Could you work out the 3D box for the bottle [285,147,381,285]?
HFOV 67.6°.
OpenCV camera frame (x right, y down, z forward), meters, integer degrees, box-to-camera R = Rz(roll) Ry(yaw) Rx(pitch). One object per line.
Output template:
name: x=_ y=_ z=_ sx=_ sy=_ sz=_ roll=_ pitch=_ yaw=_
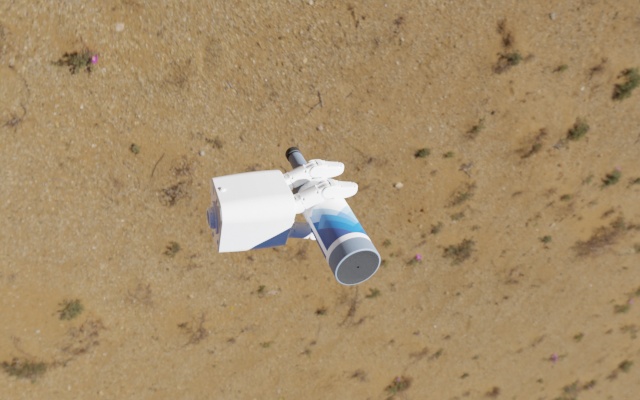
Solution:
bottle: x=0.000 y=0.003 z=0.742 sx=0.069 sy=0.069 sz=0.295 roll=0 pitch=36 yaw=-25
